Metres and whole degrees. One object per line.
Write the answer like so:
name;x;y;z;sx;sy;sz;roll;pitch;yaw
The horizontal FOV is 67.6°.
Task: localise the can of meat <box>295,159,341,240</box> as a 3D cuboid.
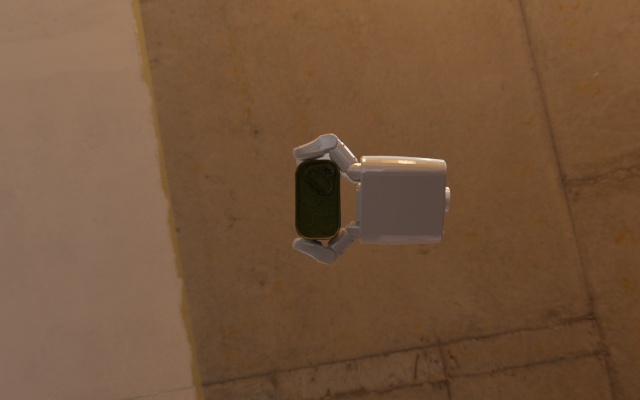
can of meat;0.000;0.002;0.638;0.057;0.102;0.084;-1;-5;5
